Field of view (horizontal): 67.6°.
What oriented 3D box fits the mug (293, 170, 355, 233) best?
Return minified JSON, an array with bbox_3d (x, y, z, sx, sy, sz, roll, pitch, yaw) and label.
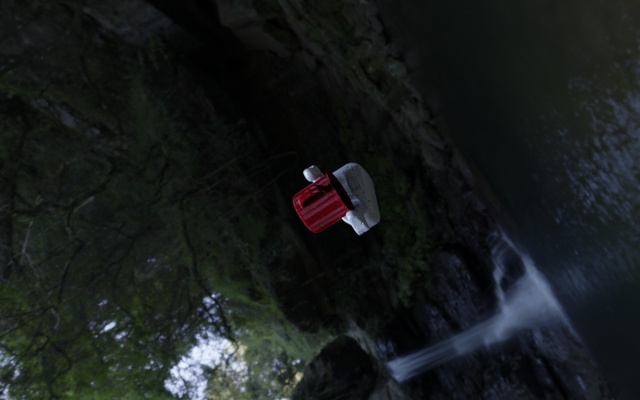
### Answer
[{"bbox_3d":[-0.001,0.003,0.851,0.081,0.093,0.117,-33,-22,12],"label":"mug"}]
